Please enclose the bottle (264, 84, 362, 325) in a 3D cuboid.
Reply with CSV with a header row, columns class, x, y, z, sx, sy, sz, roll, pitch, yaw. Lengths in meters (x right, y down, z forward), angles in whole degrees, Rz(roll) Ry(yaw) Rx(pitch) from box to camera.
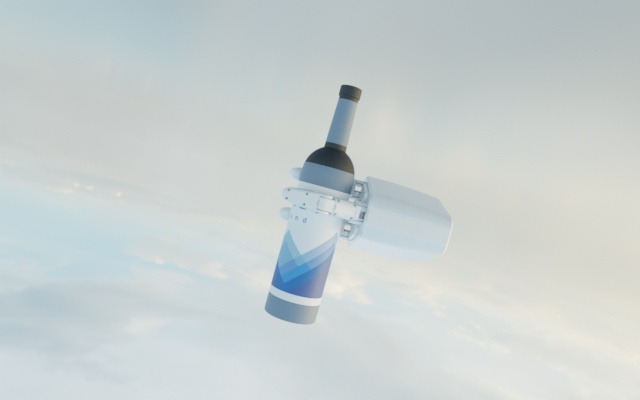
class,x,y,z,sx,sy,sz,roll,pitch,yaw
bottle,0.000,0.002,0.597,0.069,0.295,0.069,15,1,0
